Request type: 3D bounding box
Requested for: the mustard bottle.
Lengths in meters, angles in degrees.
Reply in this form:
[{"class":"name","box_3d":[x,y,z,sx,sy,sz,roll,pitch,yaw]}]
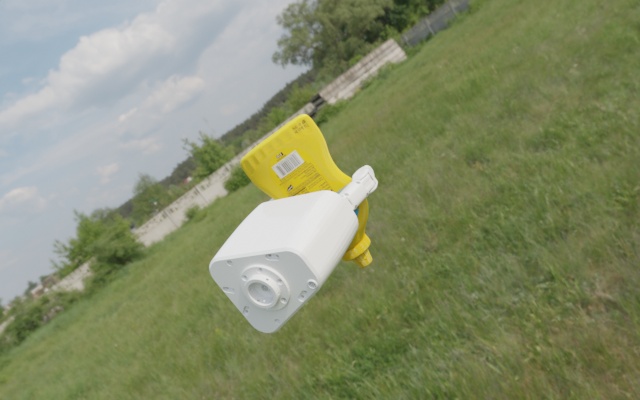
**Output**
[{"class":"mustard bottle","box_3d":[0.000,0.002,0.560,0.096,0.192,0.058,-35,11,9]}]
